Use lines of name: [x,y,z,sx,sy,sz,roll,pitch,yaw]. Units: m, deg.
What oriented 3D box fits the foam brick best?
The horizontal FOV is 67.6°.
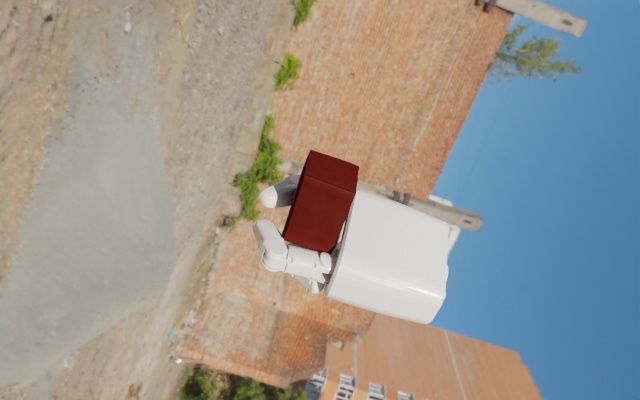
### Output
foam brick: [0.000,0.001,0.453,0.051,0.078,0.053,18,33,-2]
